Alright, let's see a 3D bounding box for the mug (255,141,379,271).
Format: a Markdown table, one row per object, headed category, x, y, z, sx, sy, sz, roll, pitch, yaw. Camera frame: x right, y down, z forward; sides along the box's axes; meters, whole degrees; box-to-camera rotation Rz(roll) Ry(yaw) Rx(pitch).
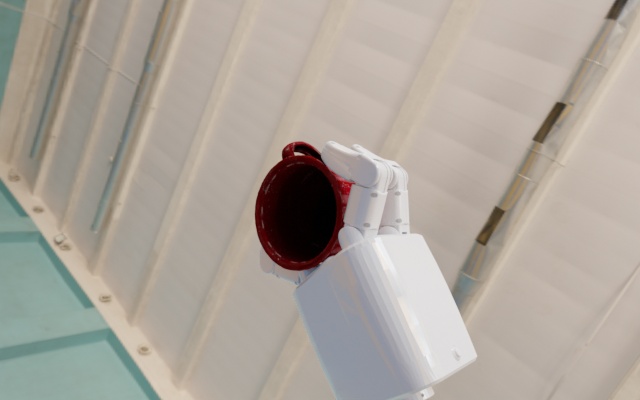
| category | x | y | z | sx | sy | sz | roll | pitch | yaw |
| --- | --- | --- | --- | --- | --- | --- | --- | --- | --- |
| mug | 0.000 | 0.000 | 0.418 | 0.093 | 0.117 | 0.081 | -35 | -23 | 31 |
